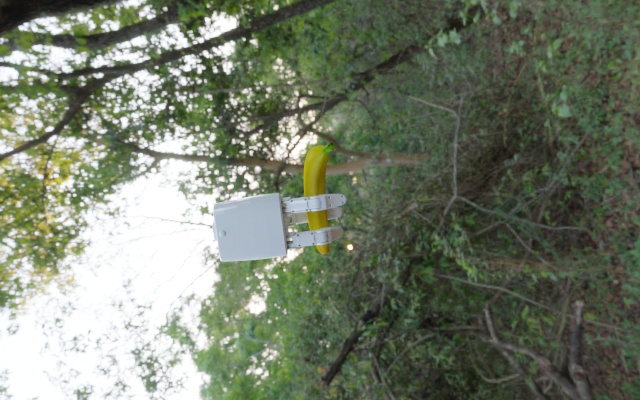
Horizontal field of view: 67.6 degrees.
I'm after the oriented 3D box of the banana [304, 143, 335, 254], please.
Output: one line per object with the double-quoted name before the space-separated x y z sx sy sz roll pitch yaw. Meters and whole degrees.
"banana" -0.005 -0.009 0.784 0.037 0.198 0.069 -7 28 -14
